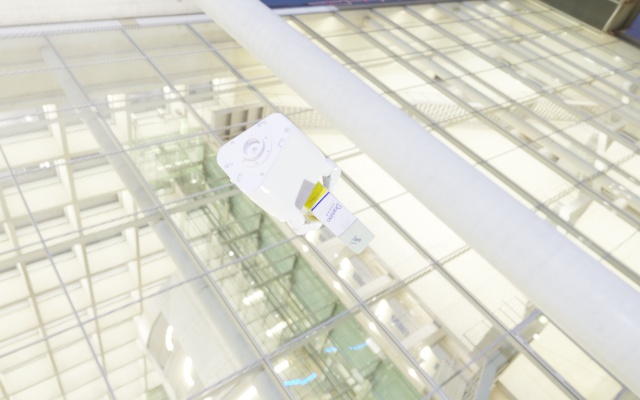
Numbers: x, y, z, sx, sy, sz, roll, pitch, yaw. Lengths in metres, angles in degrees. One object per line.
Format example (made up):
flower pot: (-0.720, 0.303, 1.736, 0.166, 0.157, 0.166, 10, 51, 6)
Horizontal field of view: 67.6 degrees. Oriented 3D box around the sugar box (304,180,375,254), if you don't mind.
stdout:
sugar box: (0.000, 0.003, 0.734, 0.176, 0.048, 0.093, 46, 2, 31)
